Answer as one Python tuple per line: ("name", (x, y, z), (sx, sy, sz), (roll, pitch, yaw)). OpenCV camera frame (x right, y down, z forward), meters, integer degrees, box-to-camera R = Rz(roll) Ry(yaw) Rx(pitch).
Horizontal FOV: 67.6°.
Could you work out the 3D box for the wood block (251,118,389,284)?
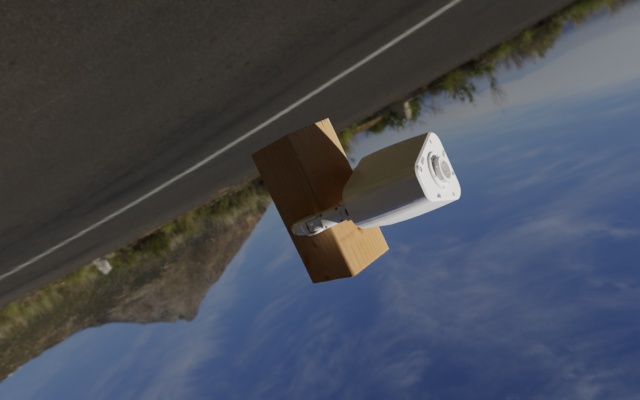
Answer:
("wood block", (0.000, 0.002, 0.680), (0.091, 0.206, 0.090), (-30, 6, -42))
